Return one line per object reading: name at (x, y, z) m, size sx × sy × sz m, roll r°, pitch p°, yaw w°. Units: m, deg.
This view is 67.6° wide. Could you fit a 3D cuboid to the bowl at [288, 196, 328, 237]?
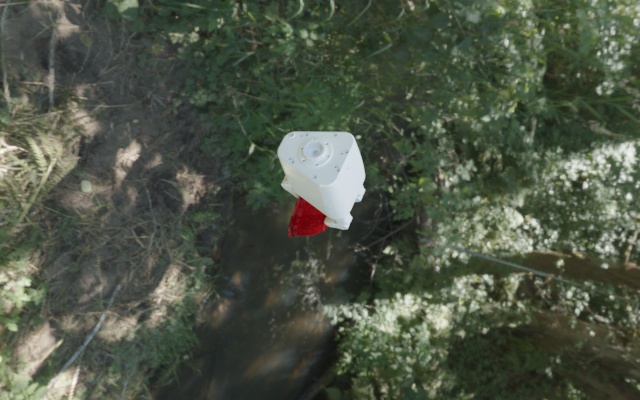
bowl at (0.001, 0.003, 0.869) m, size 0.055 × 0.162 × 0.162 m, roll 24°, pitch 3°, yaw 7°
